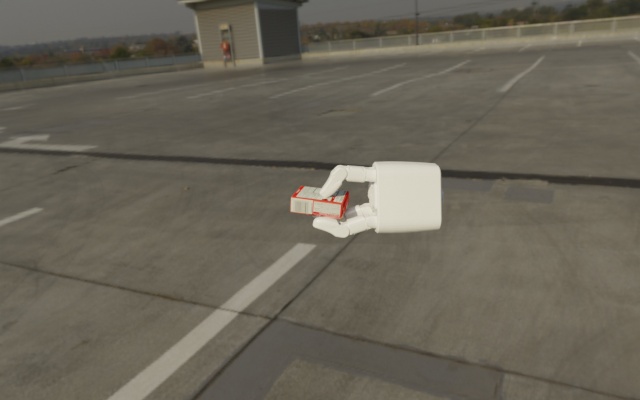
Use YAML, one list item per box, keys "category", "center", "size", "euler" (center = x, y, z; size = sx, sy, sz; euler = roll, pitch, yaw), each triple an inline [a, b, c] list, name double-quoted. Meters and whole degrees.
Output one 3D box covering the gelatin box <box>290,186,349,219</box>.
- category: "gelatin box"
  center: [0.000, 0.002, 0.807]
  size: [0.089, 0.030, 0.073]
  euler: [8, 18, 9]
